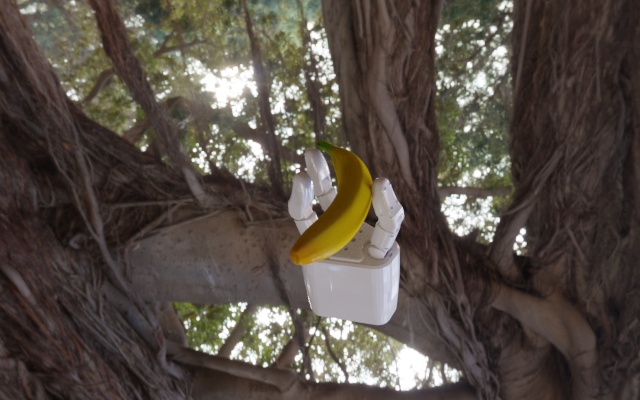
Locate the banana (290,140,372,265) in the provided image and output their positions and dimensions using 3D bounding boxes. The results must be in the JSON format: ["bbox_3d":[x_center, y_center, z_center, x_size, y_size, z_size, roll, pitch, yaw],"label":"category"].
[{"bbox_3d":[0.019,0.000,0.499,0.069,0.037,0.197,2,37,8],"label":"banana"}]
